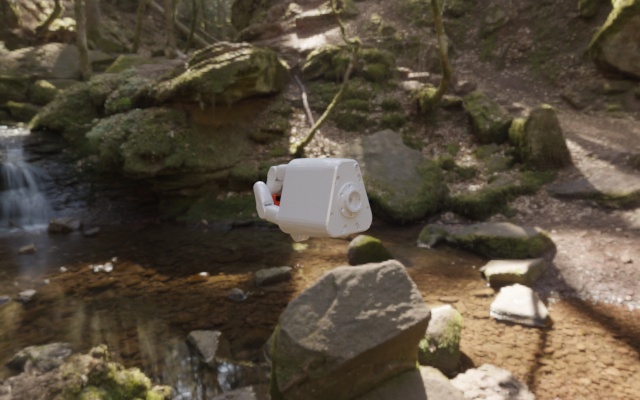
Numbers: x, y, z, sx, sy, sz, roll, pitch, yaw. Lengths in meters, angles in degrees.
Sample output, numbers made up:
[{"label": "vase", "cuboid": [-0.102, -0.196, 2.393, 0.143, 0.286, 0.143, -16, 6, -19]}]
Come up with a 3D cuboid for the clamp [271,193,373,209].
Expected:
[{"label": "clamp", "cuboid": [0.000, 0.002, 0.808, 0.171, 0.039, 0.120, -8, 7, -42]}]
